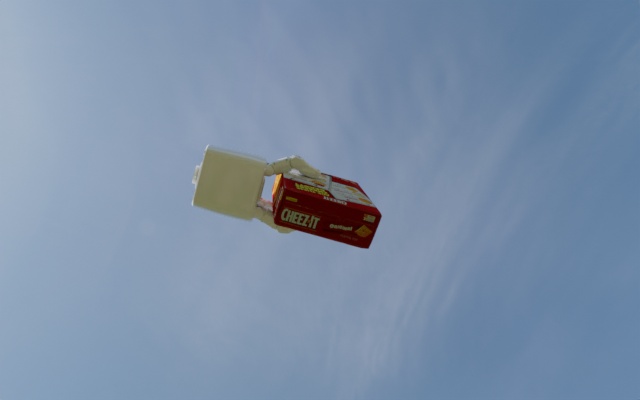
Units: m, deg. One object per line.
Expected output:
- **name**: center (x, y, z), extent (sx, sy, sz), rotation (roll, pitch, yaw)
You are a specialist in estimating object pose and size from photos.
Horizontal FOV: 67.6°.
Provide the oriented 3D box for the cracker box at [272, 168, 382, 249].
- **cracker box**: center (0.000, 0.003, 0.848), extent (0.164, 0.072, 0.213), rotation (15, 14, -10)
